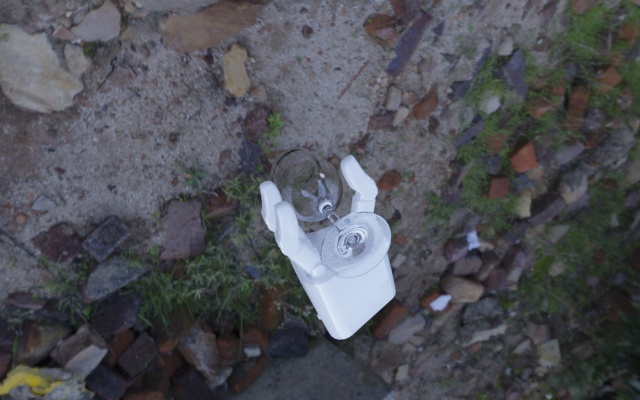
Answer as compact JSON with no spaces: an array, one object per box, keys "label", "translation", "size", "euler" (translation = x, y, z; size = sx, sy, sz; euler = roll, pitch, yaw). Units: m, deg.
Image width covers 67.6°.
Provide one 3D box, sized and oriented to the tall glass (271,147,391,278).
[{"label":"tall glass","translation":[0.000,0.002,0.541],"size":[0.079,0.079,0.201],"euler":[0,26,-23]}]
